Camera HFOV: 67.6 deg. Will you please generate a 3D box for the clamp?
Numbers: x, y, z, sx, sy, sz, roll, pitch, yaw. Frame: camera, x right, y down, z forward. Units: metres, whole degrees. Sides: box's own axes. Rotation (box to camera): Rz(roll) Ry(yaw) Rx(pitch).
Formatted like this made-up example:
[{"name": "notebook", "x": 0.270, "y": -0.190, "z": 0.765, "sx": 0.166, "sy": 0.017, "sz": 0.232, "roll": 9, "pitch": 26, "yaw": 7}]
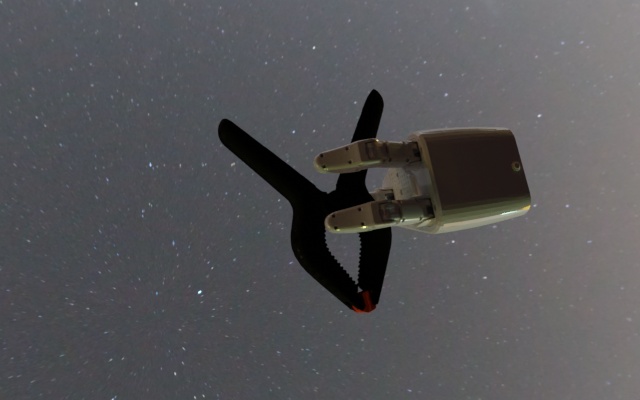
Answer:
[{"name": "clamp", "x": 0.000, "y": 0.002, "z": 0.439, "sx": 0.164, "sy": 0.210, "sz": 0.036, "roll": -8, "pitch": -11, "yaw": -15}]
